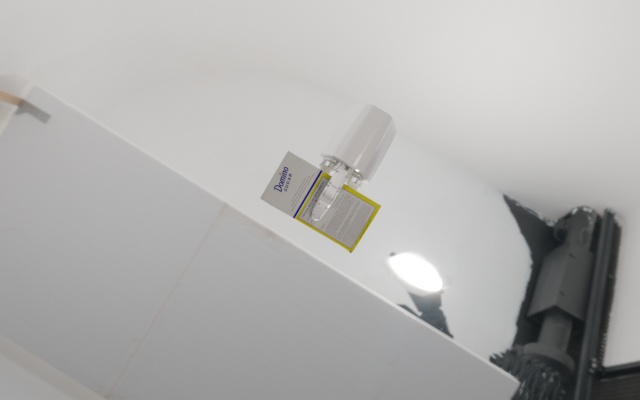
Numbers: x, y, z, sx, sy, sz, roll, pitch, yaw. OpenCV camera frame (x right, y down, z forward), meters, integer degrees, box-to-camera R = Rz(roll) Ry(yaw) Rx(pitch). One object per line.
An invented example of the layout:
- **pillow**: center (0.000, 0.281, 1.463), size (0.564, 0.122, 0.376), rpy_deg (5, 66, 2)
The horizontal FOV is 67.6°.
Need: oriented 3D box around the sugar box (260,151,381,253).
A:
- **sugar box**: center (0.000, 0.003, 0.788), size (0.176, 0.093, 0.048), rpy_deg (31, 0, 1)
